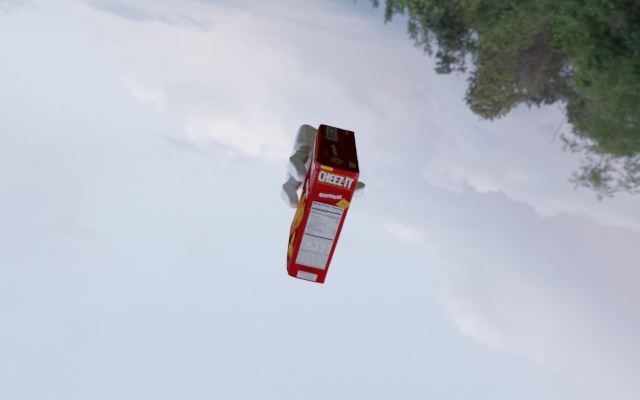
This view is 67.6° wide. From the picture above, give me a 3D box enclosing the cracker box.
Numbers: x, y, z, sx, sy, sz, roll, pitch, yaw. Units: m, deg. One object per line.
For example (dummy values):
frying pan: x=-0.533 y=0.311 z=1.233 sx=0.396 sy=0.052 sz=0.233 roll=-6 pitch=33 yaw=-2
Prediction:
cracker box: x=0.000 y=0.003 z=0.796 sx=0.072 sy=0.214 sz=0.164 roll=12 pitch=29 yaw=-7
